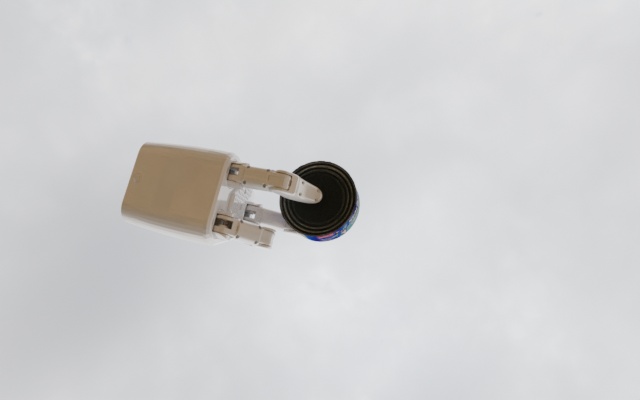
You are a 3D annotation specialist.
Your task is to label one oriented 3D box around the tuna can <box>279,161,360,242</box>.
[{"bbox_3d":[0.000,0.002,0.528,0.086,0.086,0.034,0,-17,13],"label":"tuna can"}]
